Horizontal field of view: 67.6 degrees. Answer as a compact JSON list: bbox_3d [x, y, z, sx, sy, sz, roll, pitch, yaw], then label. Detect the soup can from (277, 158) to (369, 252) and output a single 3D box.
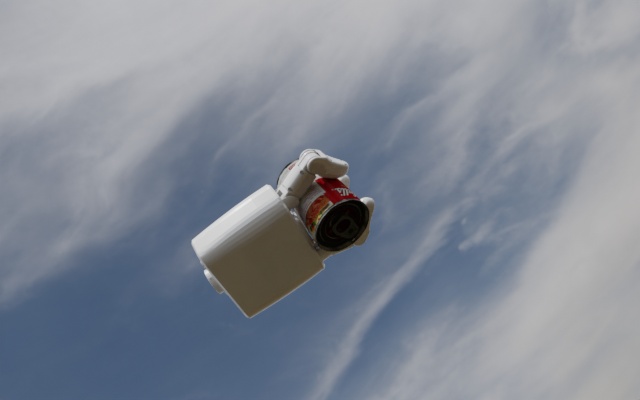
[{"bbox_3d":[0.000,0.001,0.548,0.068,0.068,0.102,0,32,-35],"label":"soup can"}]
